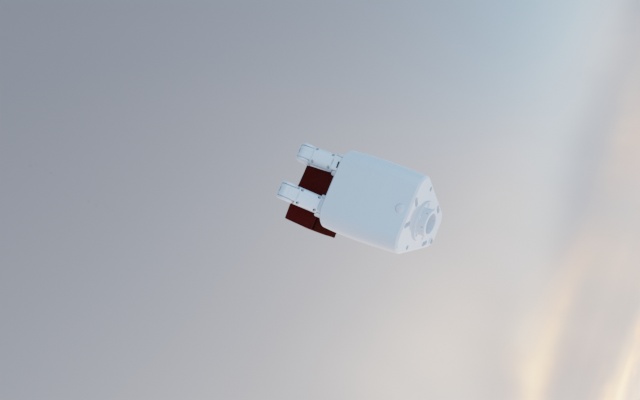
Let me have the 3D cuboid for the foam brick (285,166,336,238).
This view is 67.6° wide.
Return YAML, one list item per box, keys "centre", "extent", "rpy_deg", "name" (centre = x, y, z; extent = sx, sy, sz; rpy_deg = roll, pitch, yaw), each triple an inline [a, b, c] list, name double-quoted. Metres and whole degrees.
- centre: [0.000, 0.002, 0.621]
  extent: [0.051, 0.078, 0.053]
  rpy_deg: [21, -3, 36]
  name: "foam brick"
